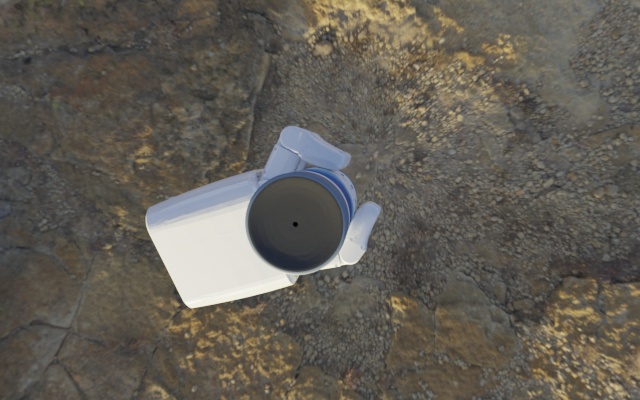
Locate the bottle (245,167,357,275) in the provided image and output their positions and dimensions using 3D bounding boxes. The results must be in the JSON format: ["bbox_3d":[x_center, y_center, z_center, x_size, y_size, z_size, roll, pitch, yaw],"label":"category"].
[{"bbox_3d":[0.000,0.001,0.450,0.069,0.069,0.295,0,5,6],"label":"bottle"}]
